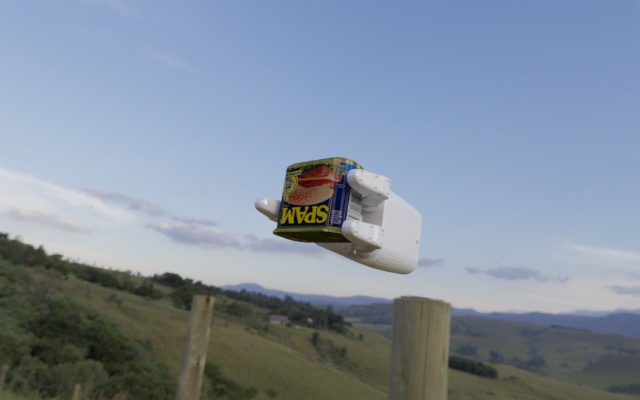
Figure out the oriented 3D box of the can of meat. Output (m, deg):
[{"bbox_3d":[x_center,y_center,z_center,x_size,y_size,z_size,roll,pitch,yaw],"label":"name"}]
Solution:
[{"bbox_3d":[0.000,0.001,0.542,0.102,0.084,0.057,-4,-19,41],"label":"can of meat"}]
